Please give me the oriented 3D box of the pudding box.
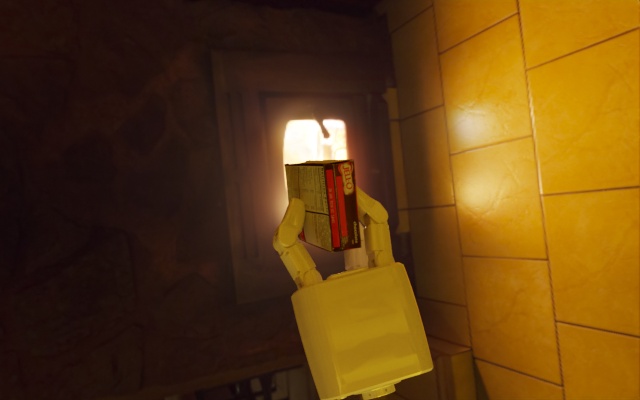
[{"bbox_3d":[0.000,0.002,0.513,0.039,0.090,0.113,-8,8,-26],"label":"pudding box"}]
